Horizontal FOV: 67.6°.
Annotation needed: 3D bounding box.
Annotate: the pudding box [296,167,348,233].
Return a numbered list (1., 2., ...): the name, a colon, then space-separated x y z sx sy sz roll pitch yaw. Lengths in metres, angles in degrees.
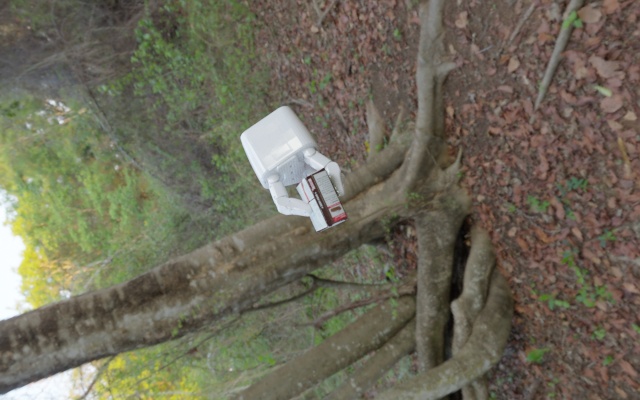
1. pudding box: 0.000 0.003 0.783 0.039 0.090 0.113 -25 -3 -11
